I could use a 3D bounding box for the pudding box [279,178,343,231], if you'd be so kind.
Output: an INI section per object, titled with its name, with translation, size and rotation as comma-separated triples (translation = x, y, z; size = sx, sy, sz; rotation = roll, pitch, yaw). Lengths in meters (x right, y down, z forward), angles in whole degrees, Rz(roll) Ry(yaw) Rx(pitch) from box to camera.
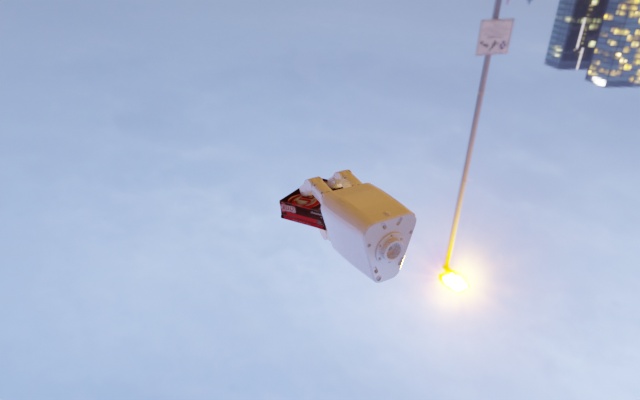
[pudding box]
translation = 0.000, 0.003, 0.792
size = 0.090, 0.039, 0.113
rotation = 15, 29, 29
